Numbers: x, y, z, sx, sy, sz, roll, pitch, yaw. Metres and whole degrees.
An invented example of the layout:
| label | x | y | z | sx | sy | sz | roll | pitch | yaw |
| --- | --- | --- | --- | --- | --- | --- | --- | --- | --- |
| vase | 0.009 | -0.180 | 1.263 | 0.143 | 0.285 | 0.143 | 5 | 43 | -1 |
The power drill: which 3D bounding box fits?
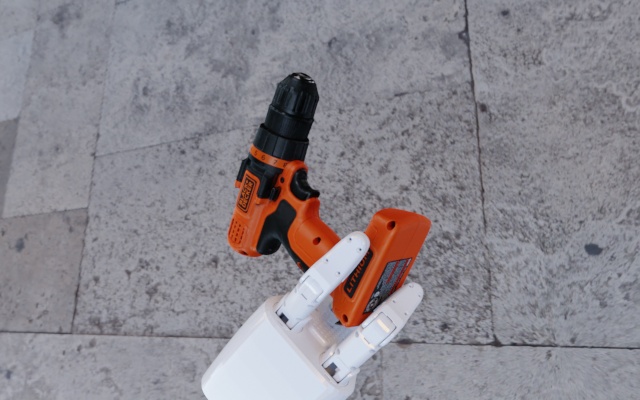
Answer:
| label | x | y | z | sx | sy | sz | roll | pitch | yaw |
| --- | --- | --- | --- | --- | --- | --- | --- | --- | --- |
| power drill | 0.000 | 0.002 | 0.414 | 0.057 | 0.184 | 0.187 | -3 | 31 | -45 |
